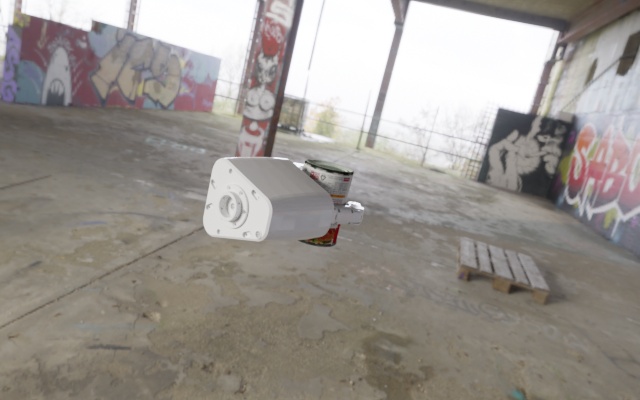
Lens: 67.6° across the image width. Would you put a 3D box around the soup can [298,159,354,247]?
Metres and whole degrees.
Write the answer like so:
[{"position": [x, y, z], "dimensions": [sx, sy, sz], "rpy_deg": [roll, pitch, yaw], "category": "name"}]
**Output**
[{"position": [0.001, 0.002, 0.635], "dimensions": [0.068, 0.102, 0.068], "rpy_deg": [13, 12, -3], "category": "soup can"}]
